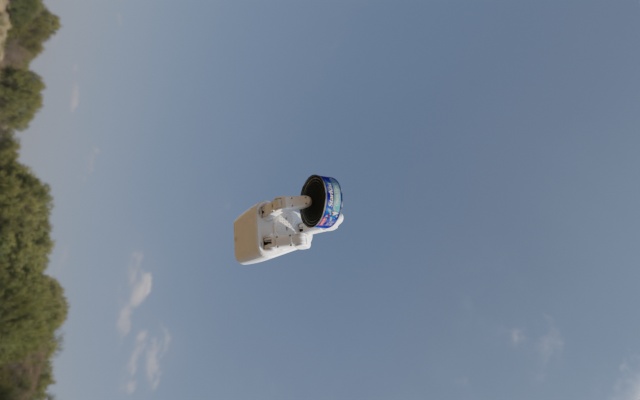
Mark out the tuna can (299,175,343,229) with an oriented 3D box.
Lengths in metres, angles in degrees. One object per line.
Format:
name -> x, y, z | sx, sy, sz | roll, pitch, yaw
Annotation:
tuna can -> 0.001, 0.003, 0.770 | 0.034, 0.086, 0.086 | 7, -3, -29
